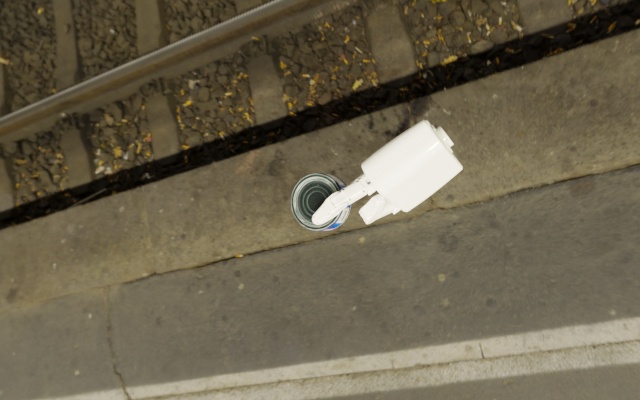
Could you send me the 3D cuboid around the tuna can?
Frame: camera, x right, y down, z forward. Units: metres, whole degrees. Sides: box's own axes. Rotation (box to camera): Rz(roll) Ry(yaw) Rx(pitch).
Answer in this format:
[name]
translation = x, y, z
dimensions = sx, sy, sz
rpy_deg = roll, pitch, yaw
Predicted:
[tuna can]
translation = 0.000, 0.002, 0.703
dimensions = 0.086, 0.086, 0.034
rpy_deg = 0, -1, 25
